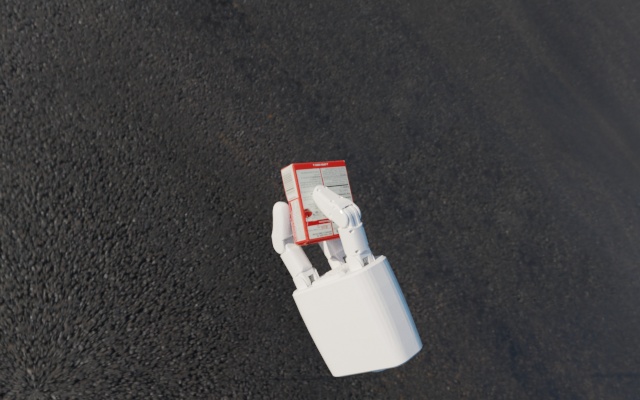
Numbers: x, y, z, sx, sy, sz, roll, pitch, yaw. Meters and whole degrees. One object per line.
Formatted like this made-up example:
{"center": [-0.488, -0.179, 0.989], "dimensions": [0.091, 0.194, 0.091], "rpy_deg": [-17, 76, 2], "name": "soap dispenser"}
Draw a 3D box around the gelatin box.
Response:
{"center": [0.000, 0.001, 0.538], "dimensions": [0.073, 0.089, 0.030], "rpy_deg": [-7, -7, -35], "name": "gelatin box"}
